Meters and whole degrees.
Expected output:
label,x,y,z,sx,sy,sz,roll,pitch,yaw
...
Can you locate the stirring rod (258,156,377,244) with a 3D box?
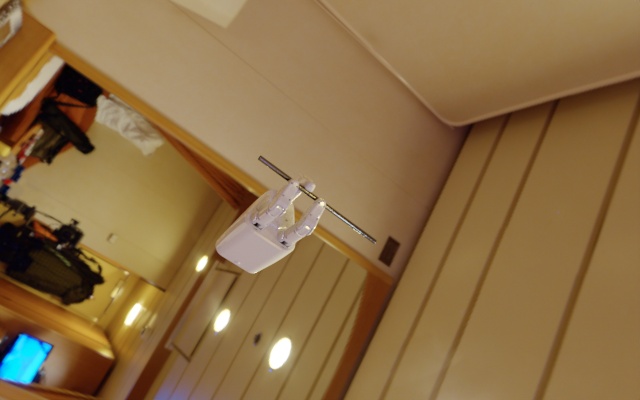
label,x,y,z,sx,sy,sz,roll,pitch,yaw
stirring rod,0.000,0.002,0.752,0.239,0.011,0.011,36,-15,-21
